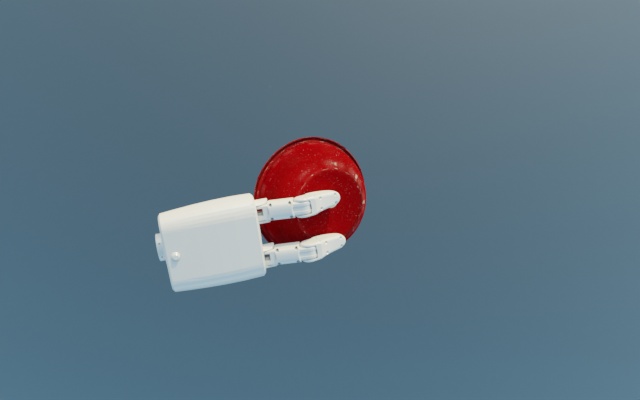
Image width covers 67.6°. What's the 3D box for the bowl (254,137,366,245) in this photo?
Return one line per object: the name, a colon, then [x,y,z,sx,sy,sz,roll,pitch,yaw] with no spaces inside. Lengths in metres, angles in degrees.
bowl: [0.001,0.001,0.604,0.162,0.162,0.055,0,10,-27]
